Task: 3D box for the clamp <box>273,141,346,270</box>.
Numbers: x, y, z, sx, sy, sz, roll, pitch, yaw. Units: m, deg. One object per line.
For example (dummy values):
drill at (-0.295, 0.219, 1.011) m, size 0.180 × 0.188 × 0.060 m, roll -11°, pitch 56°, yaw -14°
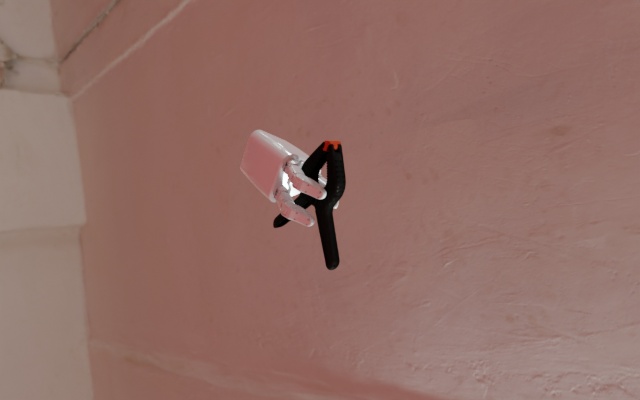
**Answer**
clamp at (0.001, 0.002, 0.810) m, size 0.036 × 0.210 × 0.164 m, roll -8°, pitch 38°, yaw -46°
